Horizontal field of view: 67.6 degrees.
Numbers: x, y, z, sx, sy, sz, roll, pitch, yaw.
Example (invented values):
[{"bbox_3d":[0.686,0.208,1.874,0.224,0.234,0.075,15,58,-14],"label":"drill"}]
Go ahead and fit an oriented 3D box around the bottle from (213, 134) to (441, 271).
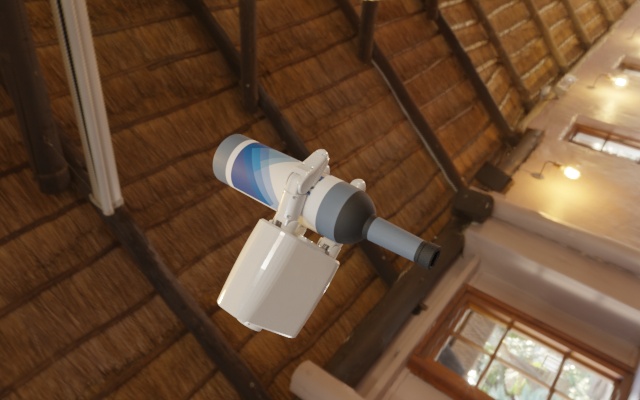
[{"bbox_3d":[0.000,0.002,0.553,0.295,0.069,0.069,26,13,29],"label":"bottle"}]
